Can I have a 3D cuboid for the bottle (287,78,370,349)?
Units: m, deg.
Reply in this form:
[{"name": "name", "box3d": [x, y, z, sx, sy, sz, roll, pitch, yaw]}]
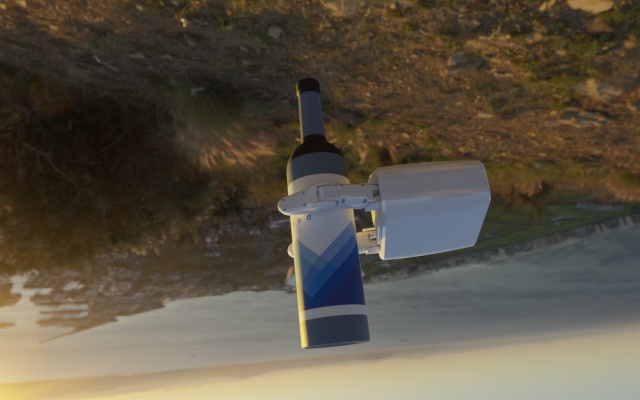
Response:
[{"name": "bottle", "box3d": [0.000, 0.002, 0.510, 0.069, 0.295, 0.069, -6, -19, -2]}]
